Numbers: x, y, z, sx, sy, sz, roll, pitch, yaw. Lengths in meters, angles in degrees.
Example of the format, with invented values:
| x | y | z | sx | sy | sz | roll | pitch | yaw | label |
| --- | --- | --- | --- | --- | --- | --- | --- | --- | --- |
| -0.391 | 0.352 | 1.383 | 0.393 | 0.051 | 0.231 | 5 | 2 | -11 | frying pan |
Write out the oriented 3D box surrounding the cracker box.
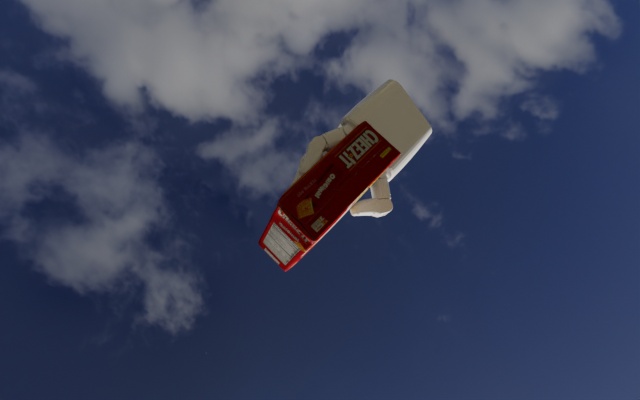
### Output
| x | y | z | sx | sy | sz | roll | pitch | yaw | label |
| --- | --- | --- | --- | --- | --- | --- | --- | --- | --- |
| 0.000 | 0.002 | 0.660 | 0.164 | 0.072 | 0.214 | -45 | -3 | -22 | cracker box |
